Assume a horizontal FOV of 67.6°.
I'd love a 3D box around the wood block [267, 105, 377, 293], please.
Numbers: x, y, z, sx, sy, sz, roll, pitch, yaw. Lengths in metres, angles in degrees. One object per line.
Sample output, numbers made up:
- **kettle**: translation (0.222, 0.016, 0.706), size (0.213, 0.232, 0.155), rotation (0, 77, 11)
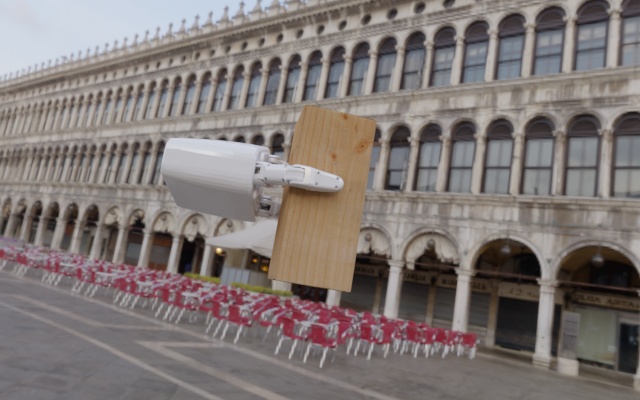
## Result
- **wood block**: translation (0.000, 0.002, 0.586), size (0.090, 0.206, 0.091), rotation (11, -10, -9)
